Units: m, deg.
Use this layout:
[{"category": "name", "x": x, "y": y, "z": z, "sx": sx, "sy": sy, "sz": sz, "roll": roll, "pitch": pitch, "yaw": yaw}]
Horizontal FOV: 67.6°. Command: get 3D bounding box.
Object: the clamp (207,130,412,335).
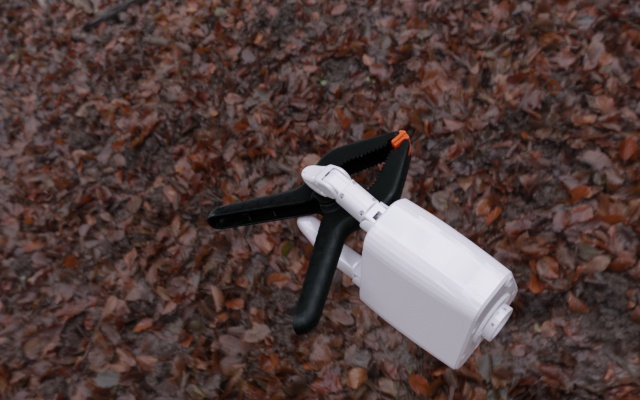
[{"category": "clamp", "x": 0.000, "y": 0.001, "z": 0.459, "sx": 0.164, "sy": 0.210, "sz": 0.036, "roll": 35, "pitch": -18, "yaw": 32}]
